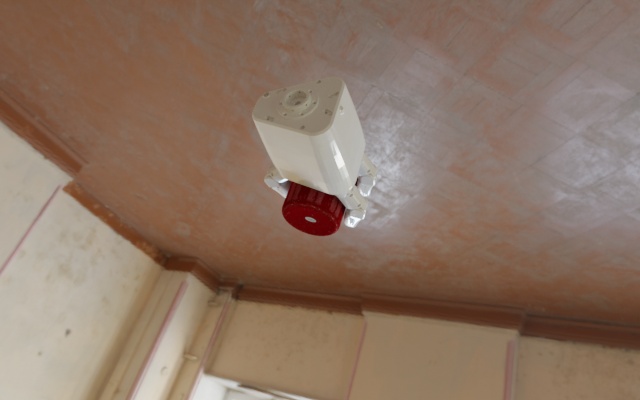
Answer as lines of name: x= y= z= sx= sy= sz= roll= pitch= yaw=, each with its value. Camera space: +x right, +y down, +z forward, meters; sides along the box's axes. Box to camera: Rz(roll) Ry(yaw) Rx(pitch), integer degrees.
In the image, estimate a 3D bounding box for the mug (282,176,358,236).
mug: x=0.000 y=0.003 z=0.663 sx=0.093 sy=0.081 sz=0.117 roll=4 pitch=-34 yaw=23
